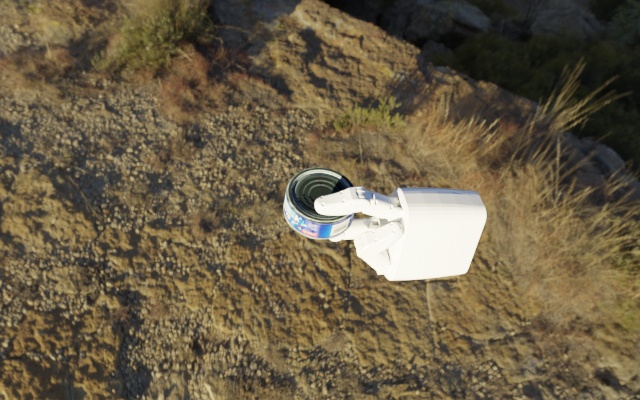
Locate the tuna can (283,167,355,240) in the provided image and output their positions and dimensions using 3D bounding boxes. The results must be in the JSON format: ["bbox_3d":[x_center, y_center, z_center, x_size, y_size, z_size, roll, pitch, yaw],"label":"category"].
[{"bbox_3d":[0.000,0.001,0.564,0.086,0.086,0.034,0,-38,-10],"label":"tuna can"}]
